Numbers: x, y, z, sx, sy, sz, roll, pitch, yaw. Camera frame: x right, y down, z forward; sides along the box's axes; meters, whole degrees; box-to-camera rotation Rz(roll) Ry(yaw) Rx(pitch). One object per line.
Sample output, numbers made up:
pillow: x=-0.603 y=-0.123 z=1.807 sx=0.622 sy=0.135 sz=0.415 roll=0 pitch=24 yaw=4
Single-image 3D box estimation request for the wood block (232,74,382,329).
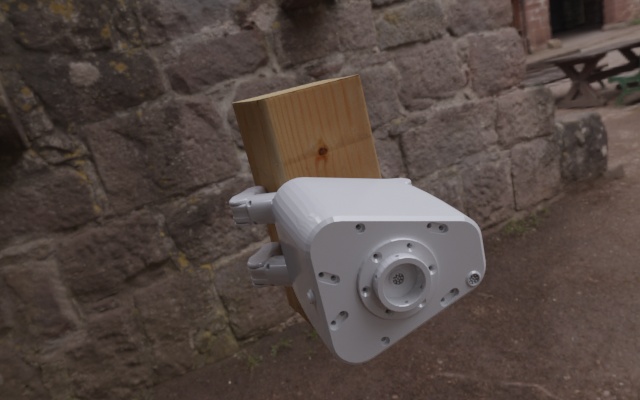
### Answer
wood block: x=0.000 y=0.001 z=0.434 sx=0.091 sy=0.206 sz=0.090 roll=-20 pitch=16 yaw=-21
